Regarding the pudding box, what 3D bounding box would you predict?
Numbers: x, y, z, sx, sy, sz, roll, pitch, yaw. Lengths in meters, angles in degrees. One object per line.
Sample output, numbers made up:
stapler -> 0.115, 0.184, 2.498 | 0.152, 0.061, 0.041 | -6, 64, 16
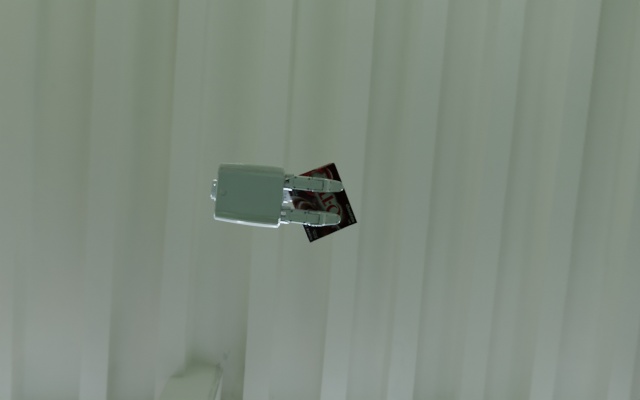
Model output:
pudding box -> 0.000, 0.003, 0.815 | 0.090, 0.113, 0.039 | -23, 9, -7
